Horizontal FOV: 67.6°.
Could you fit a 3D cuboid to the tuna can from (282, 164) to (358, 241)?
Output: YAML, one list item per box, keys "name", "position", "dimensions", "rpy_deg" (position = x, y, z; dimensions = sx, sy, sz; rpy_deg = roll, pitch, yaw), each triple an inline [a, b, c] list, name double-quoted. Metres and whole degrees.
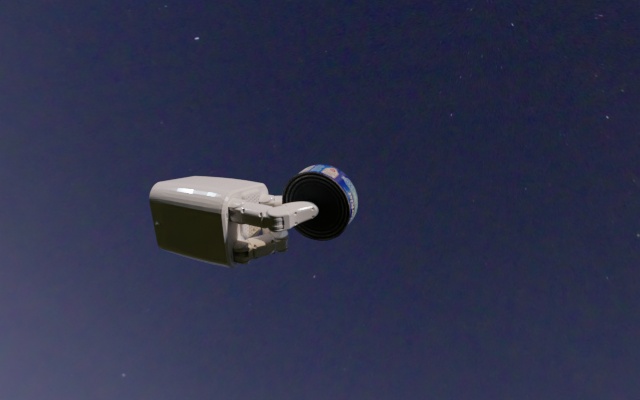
- name: "tuna can"
  position: [0.000, 0.002, 0.560]
  dimensions: [0.086, 0.086, 0.033]
  rpy_deg: [0, 22, 25]
